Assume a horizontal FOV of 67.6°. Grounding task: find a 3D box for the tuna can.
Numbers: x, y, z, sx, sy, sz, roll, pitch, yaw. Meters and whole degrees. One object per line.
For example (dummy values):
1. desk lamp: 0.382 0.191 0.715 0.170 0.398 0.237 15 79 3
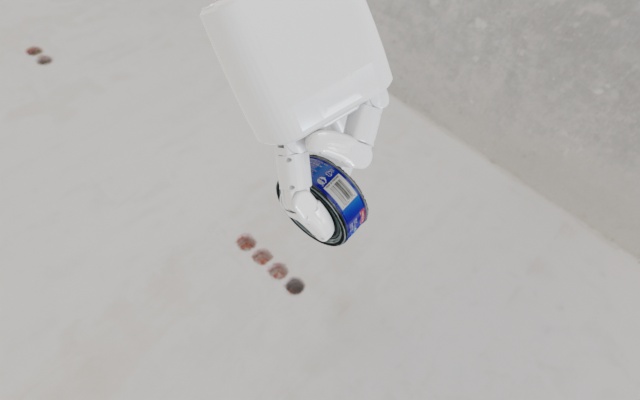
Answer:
1. tuna can: 0.000 0.002 0.442 0.033 0.086 0.086 -45 25 -27
